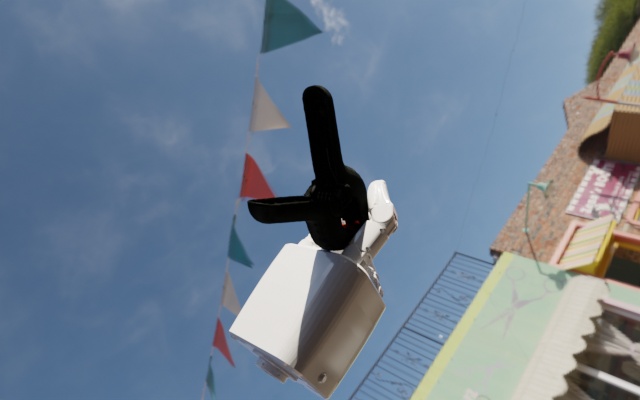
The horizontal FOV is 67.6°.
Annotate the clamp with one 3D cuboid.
[{"bbox_3d":[0.000,0.001,0.415,0.039,0.120,0.172,17,-29,37],"label":"clamp"}]
